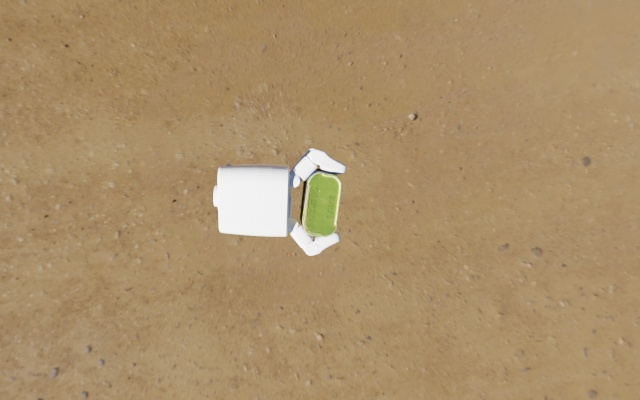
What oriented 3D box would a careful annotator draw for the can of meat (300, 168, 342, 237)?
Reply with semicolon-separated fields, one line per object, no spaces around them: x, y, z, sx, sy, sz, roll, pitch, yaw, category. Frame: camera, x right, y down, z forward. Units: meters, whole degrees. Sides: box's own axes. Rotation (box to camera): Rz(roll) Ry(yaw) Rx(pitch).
0.000;0.003;0.749;0.057;0.102;0.084;6;6;-5;can of meat
